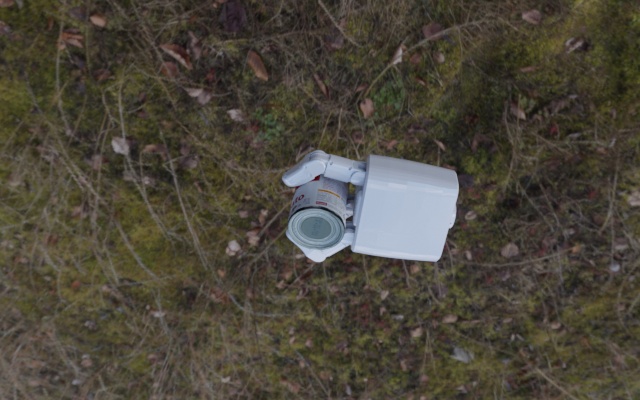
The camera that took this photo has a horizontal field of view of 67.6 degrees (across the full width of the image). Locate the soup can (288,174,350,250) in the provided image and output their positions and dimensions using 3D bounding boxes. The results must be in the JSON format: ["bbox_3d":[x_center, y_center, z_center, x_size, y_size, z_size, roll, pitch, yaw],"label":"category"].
[{"bbox_3d":[0.000,0.002,0.576,0.068,0.069,0.102,0,39,7],"label":"soup can"}]
